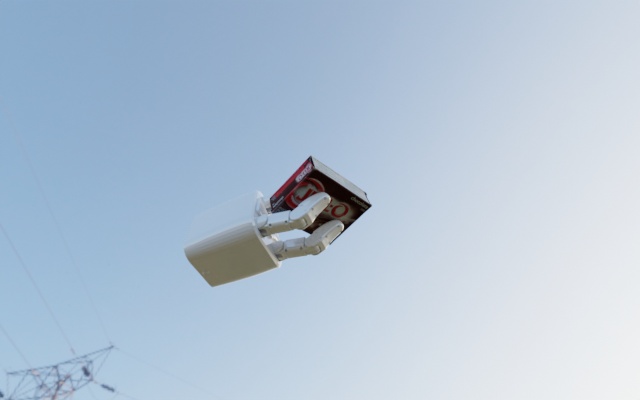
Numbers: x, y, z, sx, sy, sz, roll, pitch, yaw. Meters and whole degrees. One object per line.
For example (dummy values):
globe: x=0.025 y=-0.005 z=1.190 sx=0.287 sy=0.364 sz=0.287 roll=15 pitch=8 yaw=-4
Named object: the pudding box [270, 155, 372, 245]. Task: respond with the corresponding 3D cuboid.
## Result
pudding box: x=0.000 y=0.002 z=0.661 sx=0.113 sy=0.090 sz=0.039 roll=30 pitch=28 yaw=-33
